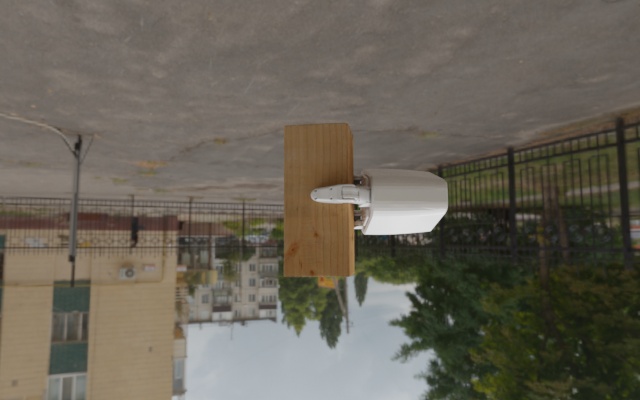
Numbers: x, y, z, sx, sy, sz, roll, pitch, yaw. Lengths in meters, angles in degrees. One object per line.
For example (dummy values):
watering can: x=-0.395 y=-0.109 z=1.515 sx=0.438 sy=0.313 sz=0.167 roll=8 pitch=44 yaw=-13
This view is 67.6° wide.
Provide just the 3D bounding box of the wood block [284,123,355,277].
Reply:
wood block: x=0.000 y=0.002 z=0.680 sx=0.090 sy=0.206 sz=0.091 roll=-1 pitch=-6 yaw=9
